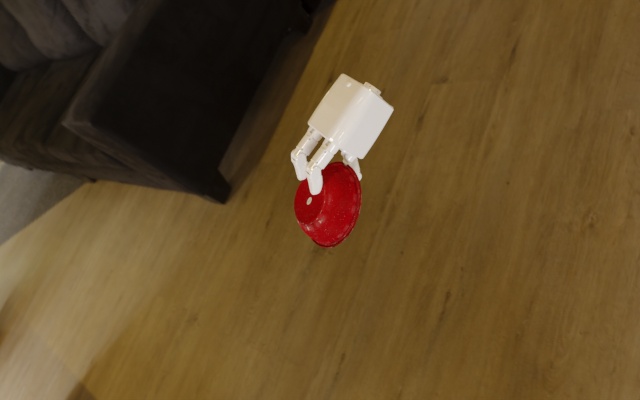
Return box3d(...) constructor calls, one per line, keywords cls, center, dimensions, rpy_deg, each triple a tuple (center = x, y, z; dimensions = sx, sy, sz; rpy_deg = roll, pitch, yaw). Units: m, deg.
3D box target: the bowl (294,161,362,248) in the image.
box3d(cls="bowl", center=(-0.001, 0.004, 0.864), dimensions=(0.055, 0.162, 0.162), rpy_deg=(12, -7, -37))
